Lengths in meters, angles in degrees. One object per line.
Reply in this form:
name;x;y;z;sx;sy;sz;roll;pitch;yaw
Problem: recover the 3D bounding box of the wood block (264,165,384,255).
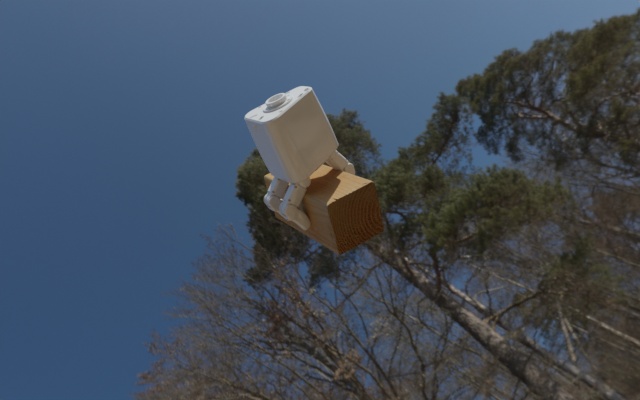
wood block;0.000;0.002;0.793;0.091;0.090;0.206;-27;27;-24
